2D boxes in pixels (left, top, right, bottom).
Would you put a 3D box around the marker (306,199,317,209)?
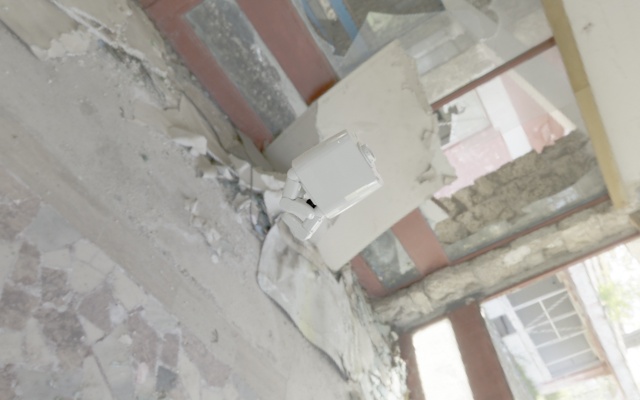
[{"bbox_3d":[0.000,0.003,0.837,0.020,0.020,0.121,0,3,17],"label":"marker"}]
